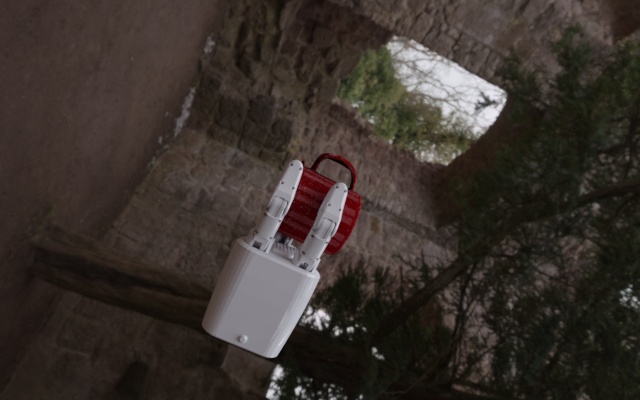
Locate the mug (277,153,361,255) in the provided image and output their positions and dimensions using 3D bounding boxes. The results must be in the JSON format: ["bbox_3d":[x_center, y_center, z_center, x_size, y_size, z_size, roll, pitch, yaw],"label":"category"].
[{"bbox_3d":[0.001,0.001,0.560,0.081,0.117,0.093,26,6,-11],"label":"mug"}]
